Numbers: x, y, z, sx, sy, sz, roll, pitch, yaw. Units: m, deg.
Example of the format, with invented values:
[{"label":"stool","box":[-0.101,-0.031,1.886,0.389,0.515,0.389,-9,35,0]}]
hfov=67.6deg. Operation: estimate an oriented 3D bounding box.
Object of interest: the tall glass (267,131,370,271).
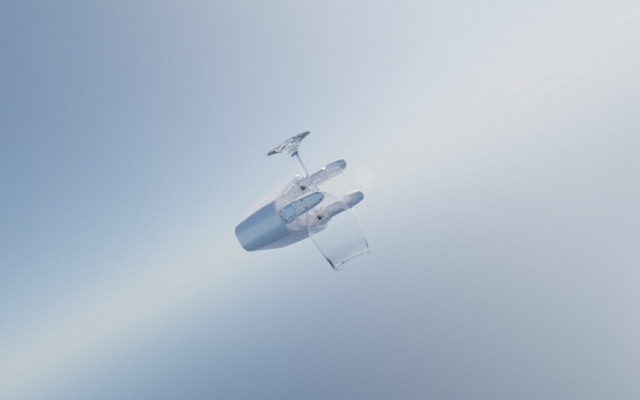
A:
[{"label":"tall glass","box":[0.000,0.002,0.711,0.079,0.201,0.079,-29,0,0]}]
